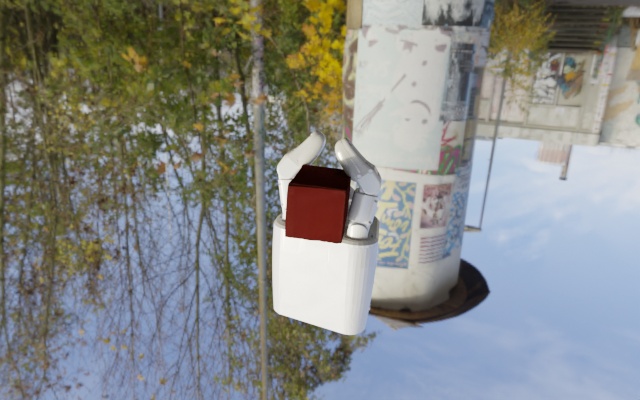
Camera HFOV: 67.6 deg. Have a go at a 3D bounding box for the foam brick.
[{"bbox_3d":[0.000,0.001,0.448,0.053,0.051,0.078,8,17,6],"label":"foam brick"}]
